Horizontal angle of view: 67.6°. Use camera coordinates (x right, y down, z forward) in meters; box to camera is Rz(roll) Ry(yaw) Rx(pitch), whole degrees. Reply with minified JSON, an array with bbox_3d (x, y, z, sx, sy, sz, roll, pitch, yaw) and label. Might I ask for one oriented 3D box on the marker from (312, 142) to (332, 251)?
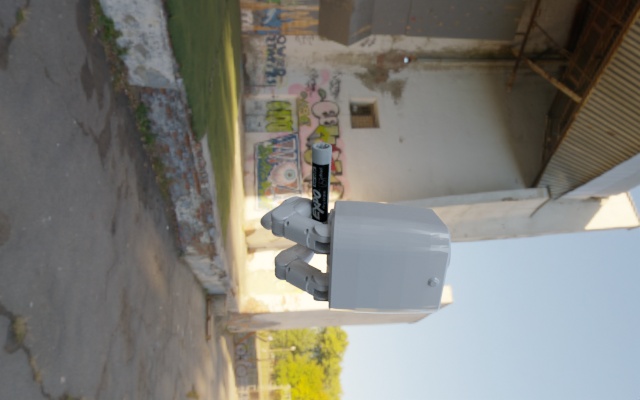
[{"bbox_3d":[0.000,0.002,0.477,0.020,0.121,0.020,1,29,-1],"label":"marker"}]
